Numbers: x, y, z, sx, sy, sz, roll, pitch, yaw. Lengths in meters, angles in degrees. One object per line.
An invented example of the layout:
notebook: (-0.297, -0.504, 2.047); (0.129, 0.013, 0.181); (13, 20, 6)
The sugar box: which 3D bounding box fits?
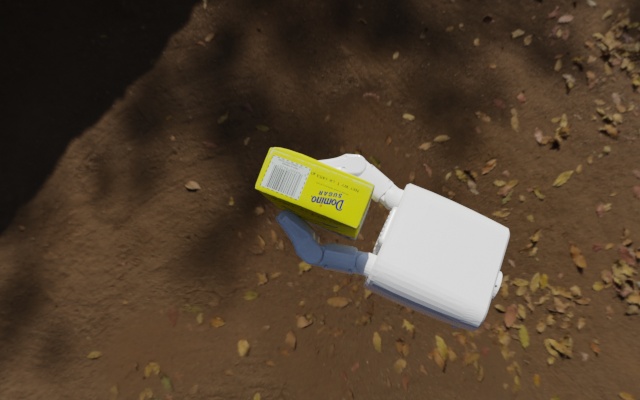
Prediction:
sugar box: (0.000, 0.002, 0.469); (0.093, 0.048, 0.176); (22, -9, 7)
